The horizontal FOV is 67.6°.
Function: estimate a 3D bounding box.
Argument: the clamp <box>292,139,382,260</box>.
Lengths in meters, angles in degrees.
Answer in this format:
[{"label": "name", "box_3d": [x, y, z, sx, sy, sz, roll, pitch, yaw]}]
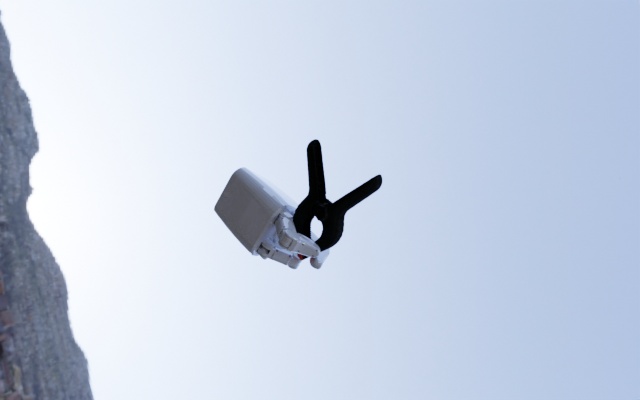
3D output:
[{"label": "clamp", "box_3d": [0.000, 0.002, 0.676, 0.120, 0.171, 0.039, 43, 23, 25]}]
